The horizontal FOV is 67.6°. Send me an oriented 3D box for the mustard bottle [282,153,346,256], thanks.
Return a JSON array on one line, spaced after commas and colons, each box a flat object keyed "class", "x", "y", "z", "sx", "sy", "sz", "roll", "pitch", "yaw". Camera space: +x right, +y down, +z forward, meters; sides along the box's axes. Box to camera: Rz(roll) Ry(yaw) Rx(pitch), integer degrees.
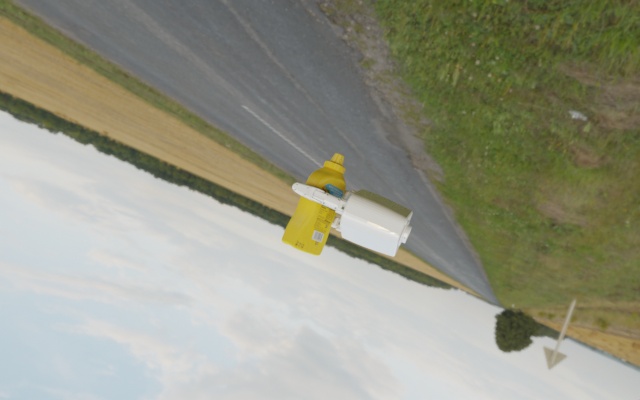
[{"class": "mustard bottle", "x": 0.000, "y": 0.003, "z": 0.884, "sx": 0.058, "sy": 0.191, "sz": 0.096, "roll": 21, "pitch": -4, "yaw": 37}]
